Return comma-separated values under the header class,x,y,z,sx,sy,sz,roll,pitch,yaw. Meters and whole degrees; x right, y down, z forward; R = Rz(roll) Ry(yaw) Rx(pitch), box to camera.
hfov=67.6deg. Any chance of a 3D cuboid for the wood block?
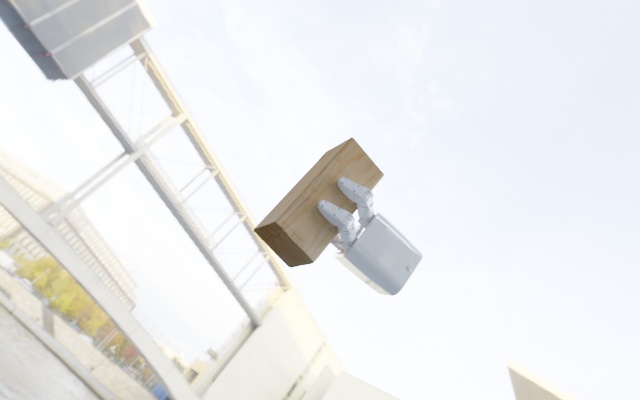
class,x,y,z,sx,sy,sz,roll,pitch,yaw
wood block,0.000,0.003,0.783,0.206,0.090,0.091,-49,13,-29
